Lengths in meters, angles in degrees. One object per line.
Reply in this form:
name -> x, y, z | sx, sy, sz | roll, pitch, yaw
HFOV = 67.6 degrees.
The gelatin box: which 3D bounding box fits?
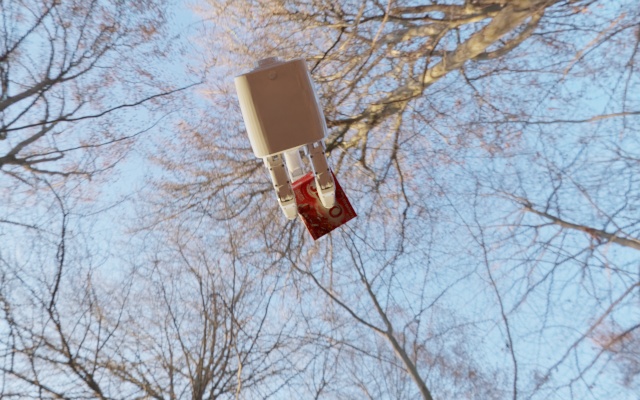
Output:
gelatin box -> 0.000, 0.002, 0.682 | 0.073, 0.089, 0.030 | -30, 23, -1
